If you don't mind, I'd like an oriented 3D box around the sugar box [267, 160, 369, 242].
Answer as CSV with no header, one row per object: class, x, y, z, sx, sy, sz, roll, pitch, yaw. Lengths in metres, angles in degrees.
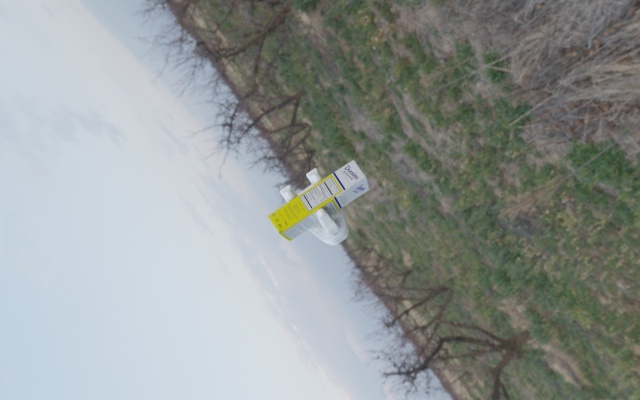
sugar box,0.000,0.002,0.837,0.176,0.048,0.093,-35,-15,-1
